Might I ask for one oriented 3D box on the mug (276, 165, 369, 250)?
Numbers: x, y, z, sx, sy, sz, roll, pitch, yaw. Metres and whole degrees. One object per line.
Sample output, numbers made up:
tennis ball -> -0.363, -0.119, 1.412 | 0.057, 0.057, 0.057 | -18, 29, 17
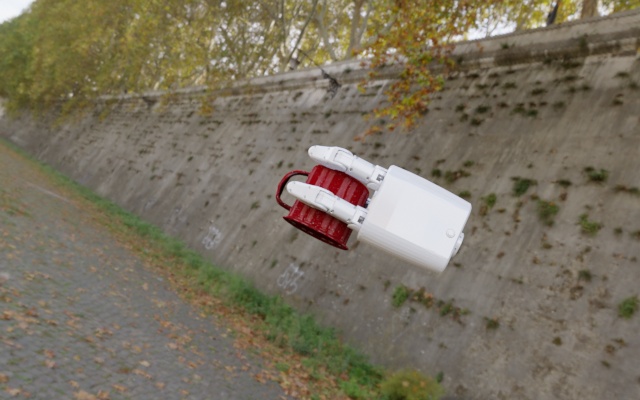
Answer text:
mug -> -0.001, 0.001, 0.613 | 0.117, 0.081, 0.093 | 26, -9, 6
